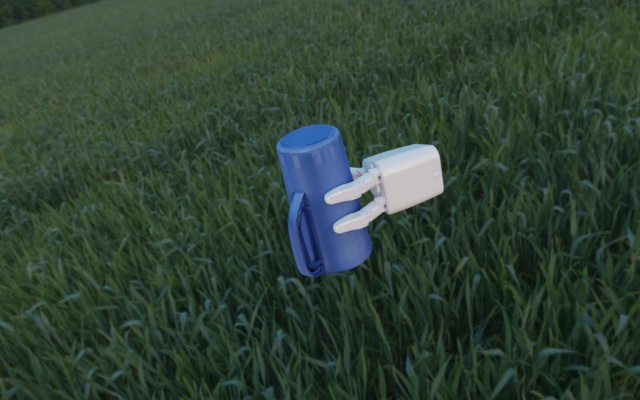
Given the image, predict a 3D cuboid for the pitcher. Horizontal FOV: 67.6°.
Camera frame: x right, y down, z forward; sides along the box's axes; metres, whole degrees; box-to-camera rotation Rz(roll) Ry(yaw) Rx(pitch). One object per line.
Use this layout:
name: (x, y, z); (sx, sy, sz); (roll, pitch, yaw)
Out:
pitcher: (0.000, 0.003, 0.827); (0.145, 0.243, 0.149); (-18, 27, -5)
